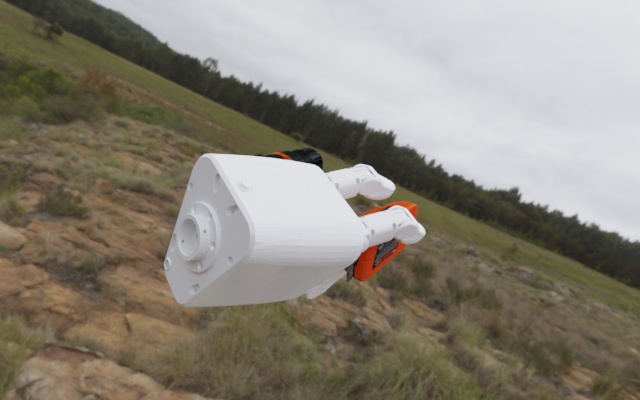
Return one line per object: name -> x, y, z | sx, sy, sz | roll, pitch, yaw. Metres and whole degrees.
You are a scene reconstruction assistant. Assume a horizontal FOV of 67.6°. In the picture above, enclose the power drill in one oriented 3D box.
power drill -> 0.000, 0.002, 0.499 | 0.187, 0.057, 0.184 | 23, 30, 27
